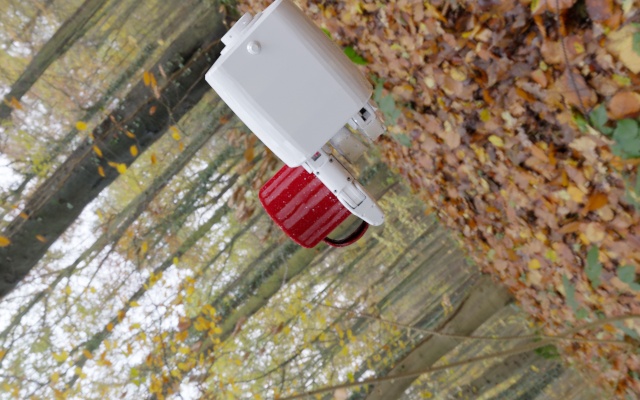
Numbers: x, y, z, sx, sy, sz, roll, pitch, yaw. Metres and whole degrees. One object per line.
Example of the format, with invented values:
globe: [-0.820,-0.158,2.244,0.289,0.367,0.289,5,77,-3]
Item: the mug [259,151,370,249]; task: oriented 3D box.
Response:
mug: [0.001,0.003,0.489,0.117,0.081,0.093,44,8,-22]
